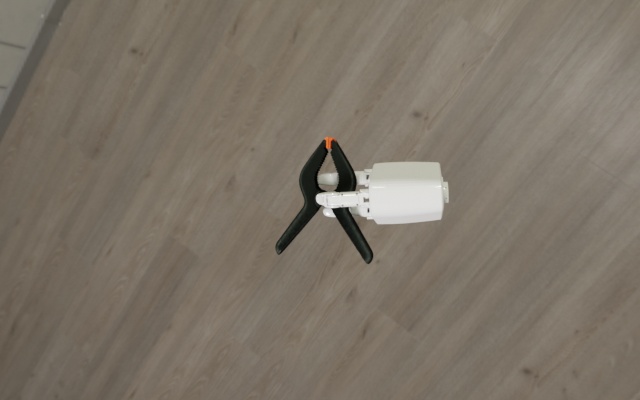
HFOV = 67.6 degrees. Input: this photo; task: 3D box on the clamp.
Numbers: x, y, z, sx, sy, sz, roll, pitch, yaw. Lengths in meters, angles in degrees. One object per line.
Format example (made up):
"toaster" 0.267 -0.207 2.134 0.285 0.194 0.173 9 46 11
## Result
"clamp" 0.000 0.002 0.785 0.164 0.210 0.036 -2 6 10
